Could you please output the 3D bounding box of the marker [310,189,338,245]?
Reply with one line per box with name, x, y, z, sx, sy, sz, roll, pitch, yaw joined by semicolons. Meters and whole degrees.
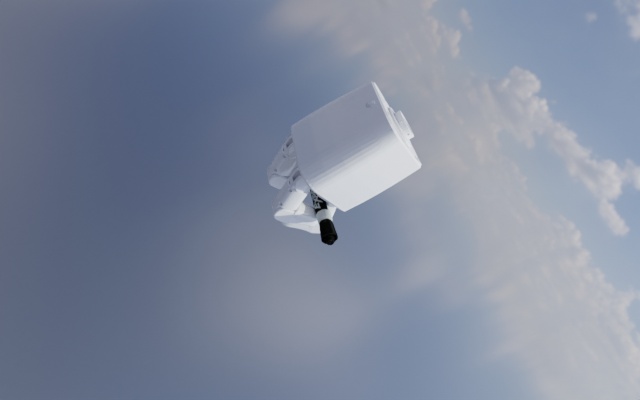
marker;0.000;0.002;0.555;0.020;0.121;0.020;-8;-42;-7
